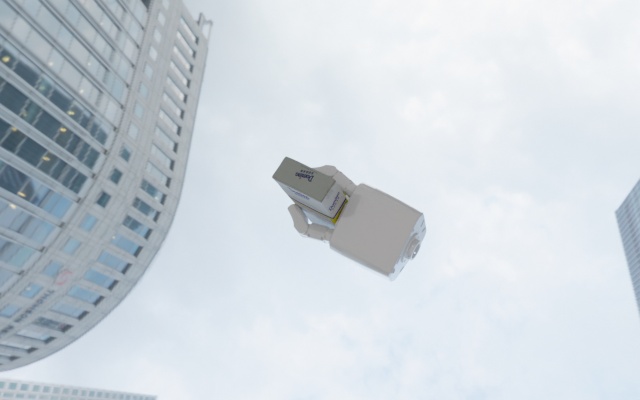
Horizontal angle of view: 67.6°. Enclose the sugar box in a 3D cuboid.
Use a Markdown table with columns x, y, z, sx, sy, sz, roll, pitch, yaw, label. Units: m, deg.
| x | y | z | sx | sy | sz | roll | pitch | yaw | label |
| --- | --- | --- | --- | --- | --- | --- | --- | --- | --- |
| 0.001 | 0.002 | 0.744 | 0.093 | 0.048 | 0.176 | 27 | -15 | 26 | sugar box |
